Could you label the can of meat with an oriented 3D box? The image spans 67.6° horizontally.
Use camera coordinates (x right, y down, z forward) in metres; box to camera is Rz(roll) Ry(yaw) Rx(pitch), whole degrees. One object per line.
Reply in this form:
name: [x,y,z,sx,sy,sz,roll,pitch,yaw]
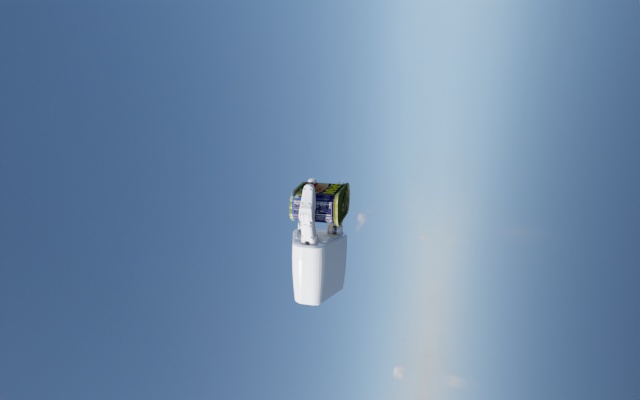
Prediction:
can of meat: [0.000,0.003,0.825,0.084,0.057,0.102,4,17,14]
